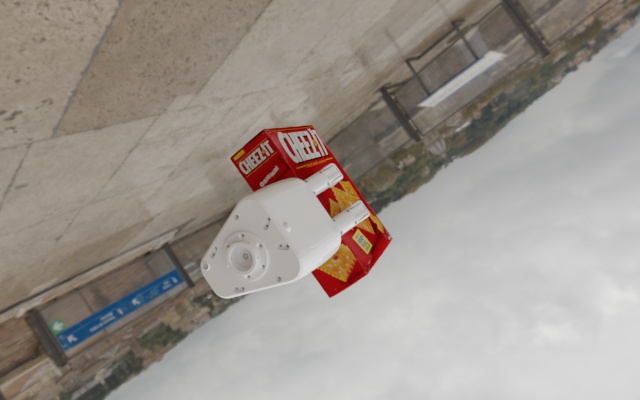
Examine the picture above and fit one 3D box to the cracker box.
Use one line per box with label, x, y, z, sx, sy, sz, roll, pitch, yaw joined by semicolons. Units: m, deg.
cracker box;0.000;0.002;0.644;0.072;0.213;0.164;-36;-3;22
